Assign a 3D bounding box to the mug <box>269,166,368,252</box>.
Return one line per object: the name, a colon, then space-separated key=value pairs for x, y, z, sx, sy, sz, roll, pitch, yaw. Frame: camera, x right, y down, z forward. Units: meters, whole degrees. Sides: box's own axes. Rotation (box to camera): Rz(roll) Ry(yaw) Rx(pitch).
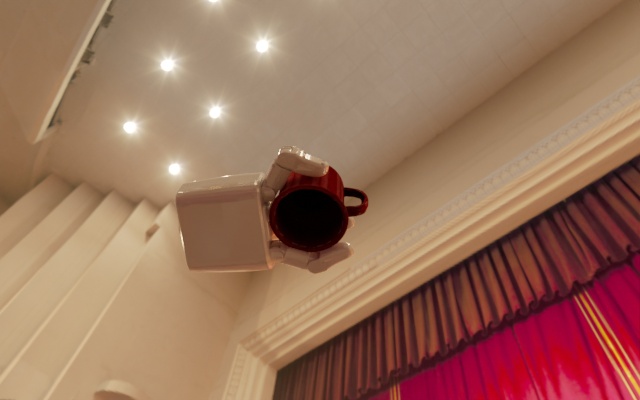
mug: x=0.002 y=0.002 z=0.587 sx=0.117 sy=0.093 sz=0.081 roll=-5 pitch=30 yaw=6
